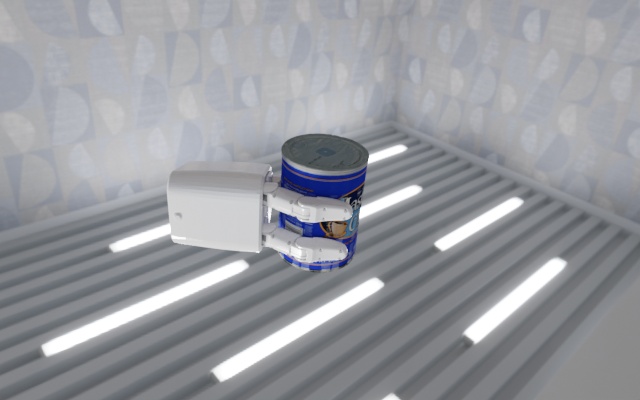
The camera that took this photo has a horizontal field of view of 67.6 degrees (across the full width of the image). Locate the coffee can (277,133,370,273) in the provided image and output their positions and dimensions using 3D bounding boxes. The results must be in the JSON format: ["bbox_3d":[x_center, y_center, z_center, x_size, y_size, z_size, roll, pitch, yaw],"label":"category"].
[{"bbox_3d":[0.000,0.002,0.588,0.103,0.140,0.102,4,30,-2],"label":"coffee can"}]
